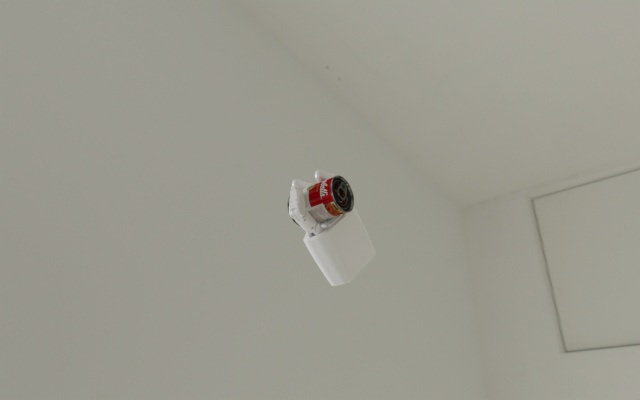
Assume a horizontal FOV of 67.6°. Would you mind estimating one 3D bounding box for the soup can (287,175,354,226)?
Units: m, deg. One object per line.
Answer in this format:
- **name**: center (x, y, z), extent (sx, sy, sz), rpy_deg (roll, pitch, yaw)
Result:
- **soup can**: center (0.000, 0.003, 0.857), extent (0.102, 0.068, 0.068), rpy_deg (-20, -11, 33)
